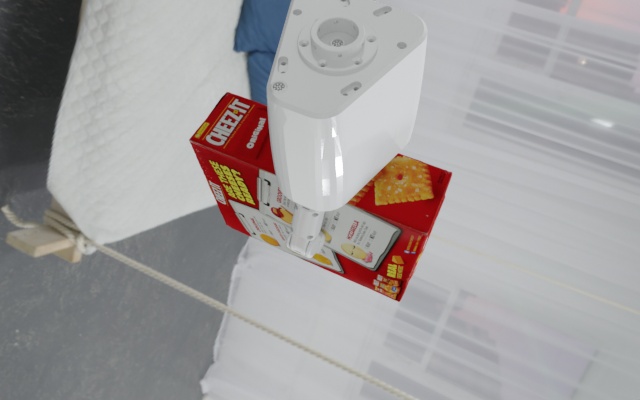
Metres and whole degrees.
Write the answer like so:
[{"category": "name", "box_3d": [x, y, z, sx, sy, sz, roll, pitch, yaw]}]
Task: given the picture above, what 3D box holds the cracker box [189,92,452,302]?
[{"category": "cracker box", "box_3d": [0.000, 0.002, 0.460, 0.213, 0.072, 0.164, 22, -27, 14]}]
